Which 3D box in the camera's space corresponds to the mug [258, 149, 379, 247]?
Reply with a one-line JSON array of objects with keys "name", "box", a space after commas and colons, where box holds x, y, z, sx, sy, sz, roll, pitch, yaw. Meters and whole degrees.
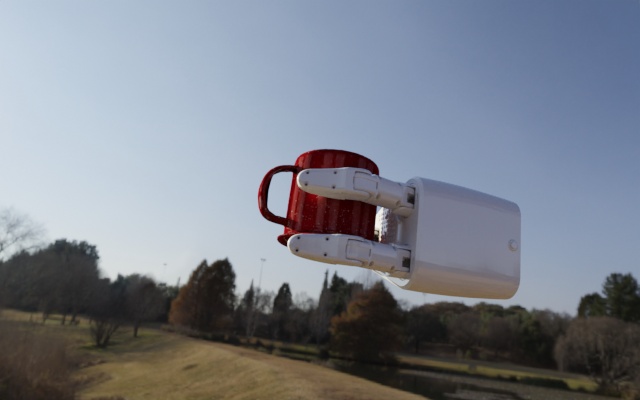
[{"name": "mug", "box": [-0.001, 0.001, 0.439, 0.117, 0.081, 0.093, 12, -17, -16]}]
